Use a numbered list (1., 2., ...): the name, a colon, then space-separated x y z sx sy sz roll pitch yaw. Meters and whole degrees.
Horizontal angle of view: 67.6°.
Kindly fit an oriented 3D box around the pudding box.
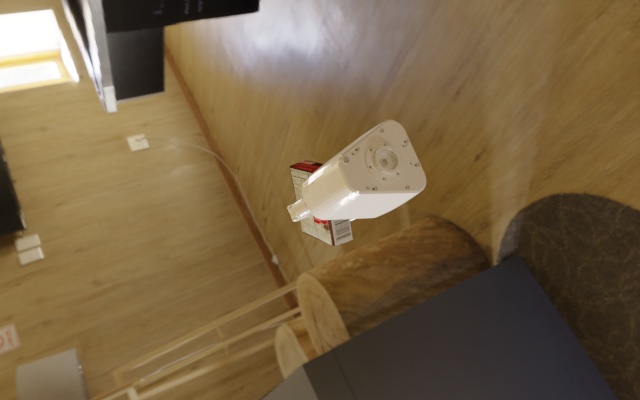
1. pudding box: 0.000 0.002 0.696 0.039 0.113 0.090 -19 21 -28
